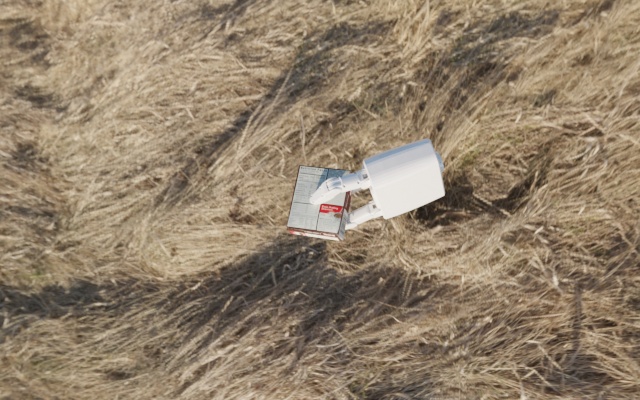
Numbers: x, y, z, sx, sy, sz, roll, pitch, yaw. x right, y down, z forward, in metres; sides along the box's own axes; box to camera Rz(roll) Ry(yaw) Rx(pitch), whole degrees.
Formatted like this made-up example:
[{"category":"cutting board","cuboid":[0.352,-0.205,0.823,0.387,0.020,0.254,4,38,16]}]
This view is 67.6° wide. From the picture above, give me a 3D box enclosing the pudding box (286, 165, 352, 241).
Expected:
[{"category":"pudding box","cuboid":[0.000,0.002,0.770,0.090,0.113,0.039,7,-18,16]}]
